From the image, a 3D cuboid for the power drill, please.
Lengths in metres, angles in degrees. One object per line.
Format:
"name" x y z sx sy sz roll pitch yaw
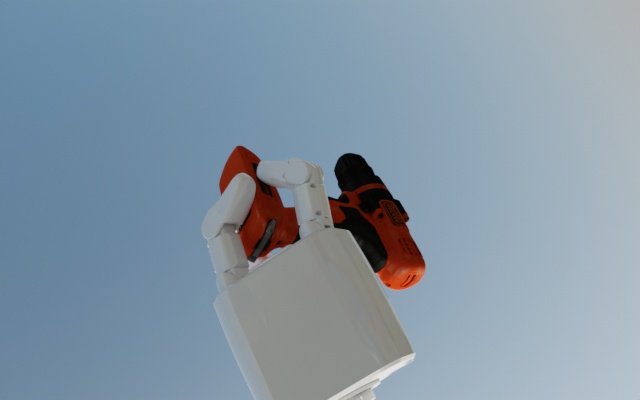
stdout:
"power drill" 0.000 0.002 0.471 0.188 0.057 0.184 9 37 -30
